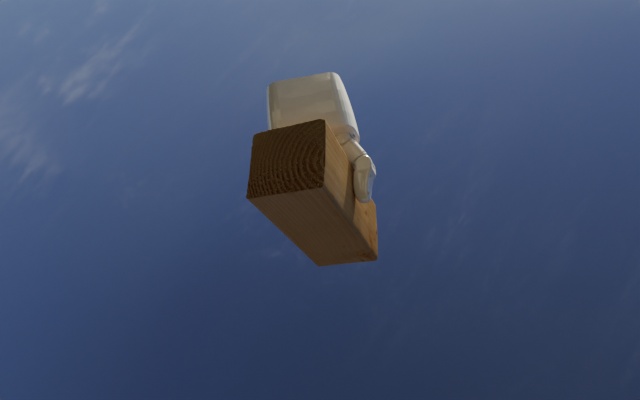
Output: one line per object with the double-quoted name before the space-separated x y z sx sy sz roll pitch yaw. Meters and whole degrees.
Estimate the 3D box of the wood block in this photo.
"wood block" 0.000 0.002 0.594 0.091 0.090 0.206 -9 -31 19
